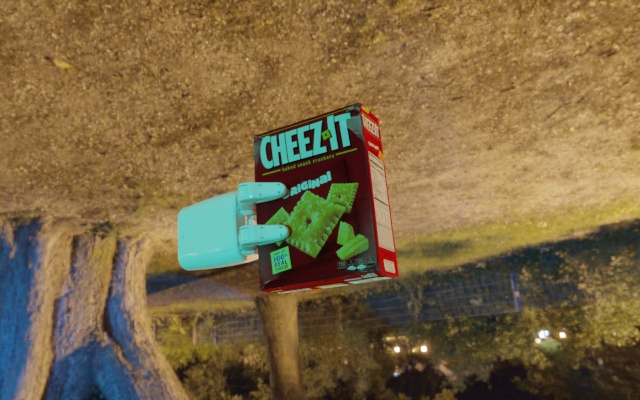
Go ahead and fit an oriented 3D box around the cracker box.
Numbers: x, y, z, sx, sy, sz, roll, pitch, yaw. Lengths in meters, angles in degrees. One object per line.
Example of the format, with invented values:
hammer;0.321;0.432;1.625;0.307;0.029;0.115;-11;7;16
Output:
cracker box;0.000;0.002;0.610;0.164;0.213;0.072;-13;-18;25
